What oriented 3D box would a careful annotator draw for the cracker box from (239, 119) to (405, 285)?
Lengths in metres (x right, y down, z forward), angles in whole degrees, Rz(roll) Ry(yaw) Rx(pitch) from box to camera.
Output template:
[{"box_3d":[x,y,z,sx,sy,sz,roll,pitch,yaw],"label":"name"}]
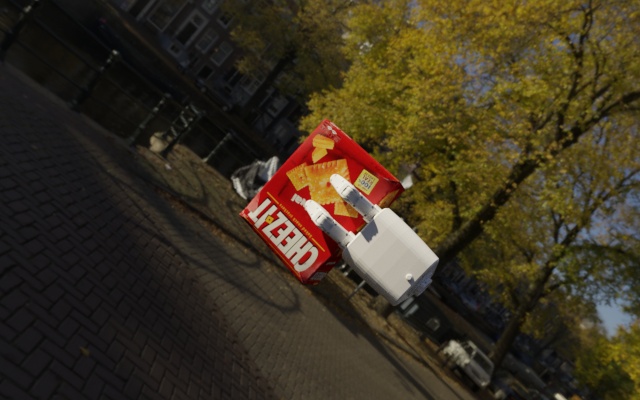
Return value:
[{"box_3d":[0.000,0.002,0.760,0.164,0.214,0.072,45,6,21],"label":"cracker box"}]
